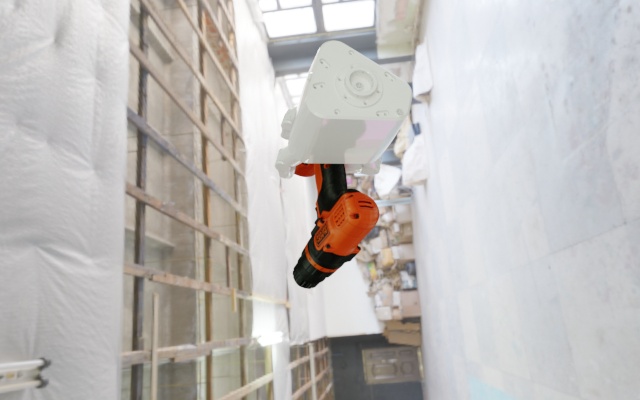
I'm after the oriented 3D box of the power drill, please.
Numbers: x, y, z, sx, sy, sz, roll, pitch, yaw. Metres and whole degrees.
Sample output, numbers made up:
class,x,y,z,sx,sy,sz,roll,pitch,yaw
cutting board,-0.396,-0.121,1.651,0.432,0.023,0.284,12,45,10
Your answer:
class,x,y,z,sx,sy,sz,roll,pitch,yaw
power drill,0.000,0.001,0.622,0.057,0.187,0.184,5,-37,-29
